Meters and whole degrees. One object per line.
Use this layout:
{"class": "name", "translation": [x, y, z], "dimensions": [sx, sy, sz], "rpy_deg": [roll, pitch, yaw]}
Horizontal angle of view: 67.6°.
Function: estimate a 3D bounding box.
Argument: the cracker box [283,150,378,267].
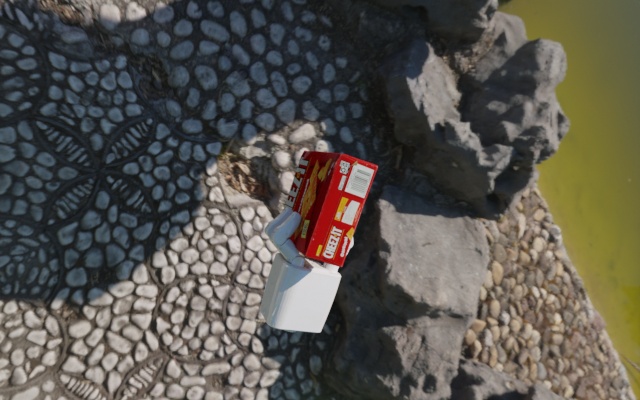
{"class": "cracker box", "translation": [0.000, 0.003, 0.801], "dimensions": [0.072, 0.164, 0.213], "rpy_deg": [19, 1, -19]}
